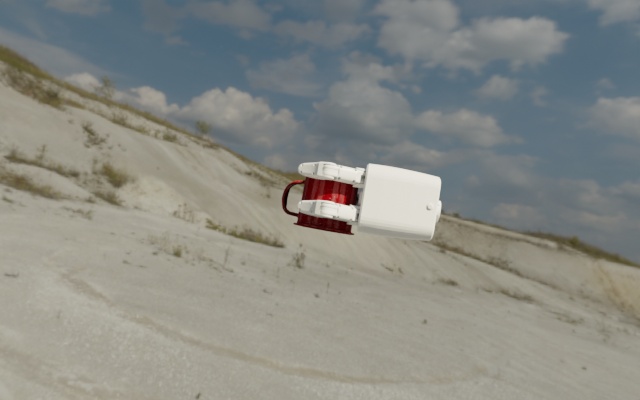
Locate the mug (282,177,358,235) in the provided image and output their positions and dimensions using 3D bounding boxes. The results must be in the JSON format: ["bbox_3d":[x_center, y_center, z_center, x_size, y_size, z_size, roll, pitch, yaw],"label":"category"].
[{"bbox_3d":[-0.001,0.002,0.721,0.117,0.081,0.093,10,-5,5],"label":"mug"}]
